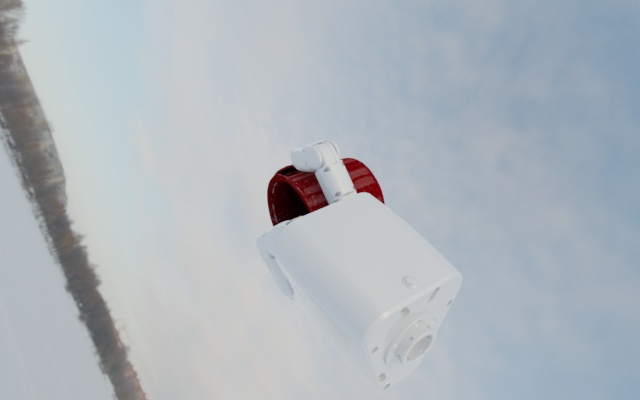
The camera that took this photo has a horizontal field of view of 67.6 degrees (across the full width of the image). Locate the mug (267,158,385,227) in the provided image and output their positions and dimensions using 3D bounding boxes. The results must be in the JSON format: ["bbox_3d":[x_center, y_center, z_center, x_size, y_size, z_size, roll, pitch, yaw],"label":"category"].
[{"bbox_3d":[-0.001,0.001,0.462,0.081,0.093,0.117,-21,46,-28],"label":"mug"}]
